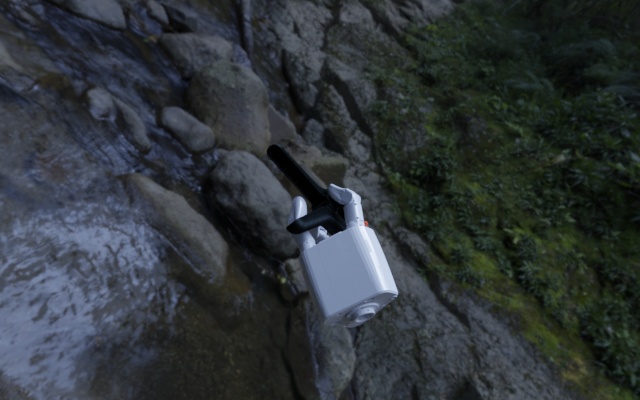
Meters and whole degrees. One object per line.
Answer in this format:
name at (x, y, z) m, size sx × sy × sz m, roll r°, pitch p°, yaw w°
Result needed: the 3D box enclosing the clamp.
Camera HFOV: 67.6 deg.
clamp at (0.001, 0.002, 0.744) m, size 0.036 × 0.164 × 0.210 m, roll -37°, pitch -35°, yaw 24°
